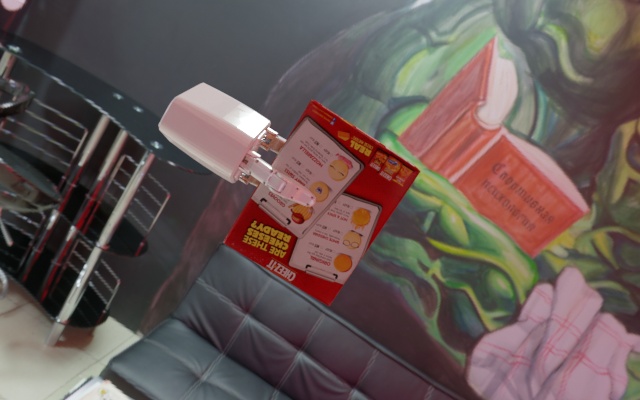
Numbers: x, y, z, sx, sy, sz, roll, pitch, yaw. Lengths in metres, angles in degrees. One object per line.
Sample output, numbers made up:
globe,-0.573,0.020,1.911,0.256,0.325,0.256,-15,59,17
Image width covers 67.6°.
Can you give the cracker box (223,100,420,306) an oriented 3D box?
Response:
cracker box,0.000,0.002,0.628,0.164,0.214,0.072,32,10,-5
